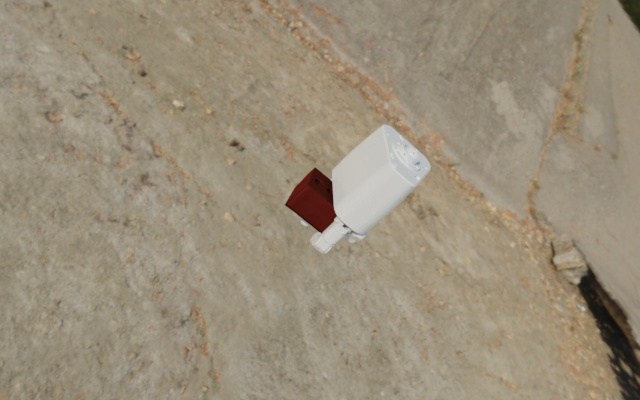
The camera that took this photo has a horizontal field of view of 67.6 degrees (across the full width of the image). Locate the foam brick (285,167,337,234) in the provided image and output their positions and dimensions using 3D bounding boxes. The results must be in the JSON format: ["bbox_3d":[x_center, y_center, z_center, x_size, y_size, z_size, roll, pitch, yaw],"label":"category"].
[{"bbox_3d":[0.000,0.002,0.679,0.051,0.078,0.053,-44,14,32],"label":"foam brick"}]
